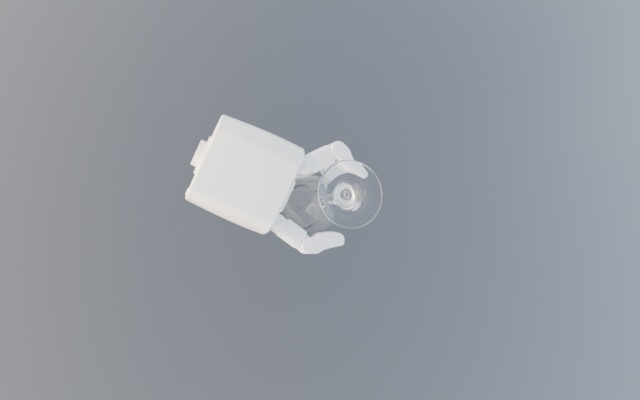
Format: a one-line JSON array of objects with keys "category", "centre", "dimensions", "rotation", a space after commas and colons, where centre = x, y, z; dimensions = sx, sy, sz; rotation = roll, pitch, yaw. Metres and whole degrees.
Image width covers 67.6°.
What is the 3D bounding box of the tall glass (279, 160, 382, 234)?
[{"category": "tall glass", "centre": [0.000, 0.002, 0.603], "dimensions": [0.079, 0.079, 0.201], "rotation": [0, -5, -19]}]
